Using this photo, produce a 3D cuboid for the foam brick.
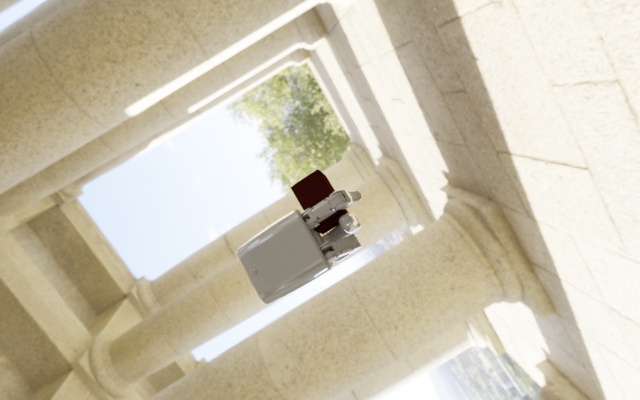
[{"bbox_3d":[0.000,0.002,0.709,0.051,0.078,0.053,-33,-17,7],"label":"foam brick"}]
